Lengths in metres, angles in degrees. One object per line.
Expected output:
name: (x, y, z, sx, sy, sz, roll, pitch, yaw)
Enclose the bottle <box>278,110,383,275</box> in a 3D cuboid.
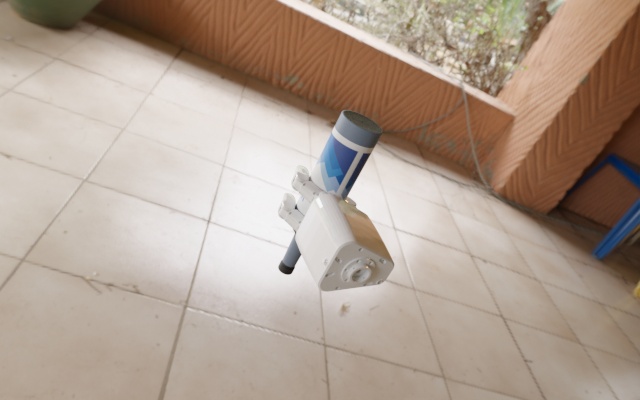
bottle: (0.000, 0.002, 0.756, 0.069, 0.296, 0.069, 22, 27, -12)
